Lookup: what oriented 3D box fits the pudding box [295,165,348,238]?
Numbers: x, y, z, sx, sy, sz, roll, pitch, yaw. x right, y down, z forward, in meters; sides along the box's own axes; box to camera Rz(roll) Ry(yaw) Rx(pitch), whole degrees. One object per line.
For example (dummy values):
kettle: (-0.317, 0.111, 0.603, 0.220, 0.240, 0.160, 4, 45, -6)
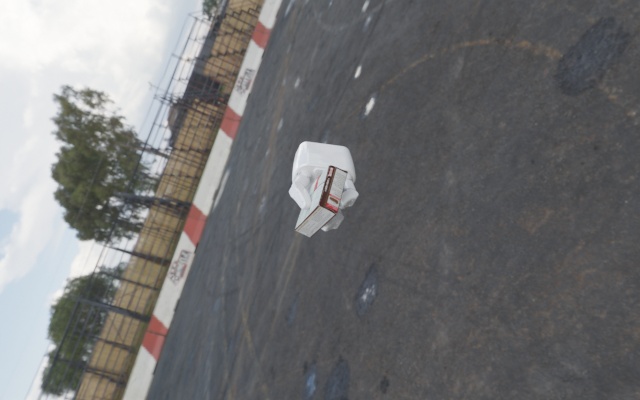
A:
pudding box: (0.000, 0.003, 0.833, 0.039, 0.090, 0.113, 23, -33, -13)
